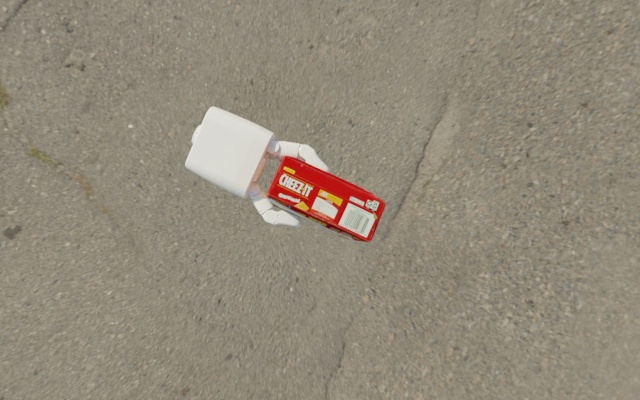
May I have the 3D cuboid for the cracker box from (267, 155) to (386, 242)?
[{"bbox_3d":[0.000,0.003,0.774,0.164,0.072,0.214,25,-5,-4],"label":"cracker box"}]
